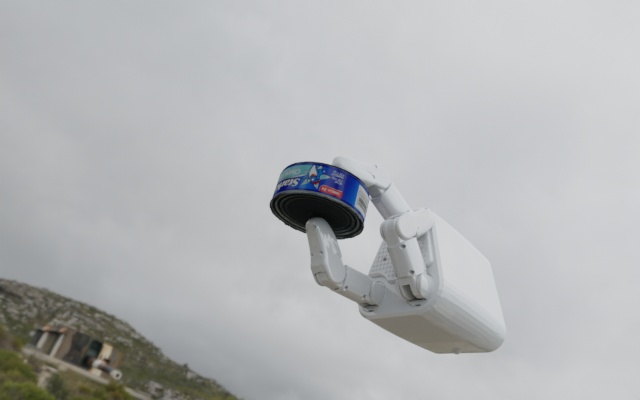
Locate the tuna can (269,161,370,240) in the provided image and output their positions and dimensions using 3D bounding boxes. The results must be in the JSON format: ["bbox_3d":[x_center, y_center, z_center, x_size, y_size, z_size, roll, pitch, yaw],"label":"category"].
[{"bbox_3d":[0.000,0.001,0.428,0.086,0.033,0.086,13,-27,6],"label":"tuna can"}]
